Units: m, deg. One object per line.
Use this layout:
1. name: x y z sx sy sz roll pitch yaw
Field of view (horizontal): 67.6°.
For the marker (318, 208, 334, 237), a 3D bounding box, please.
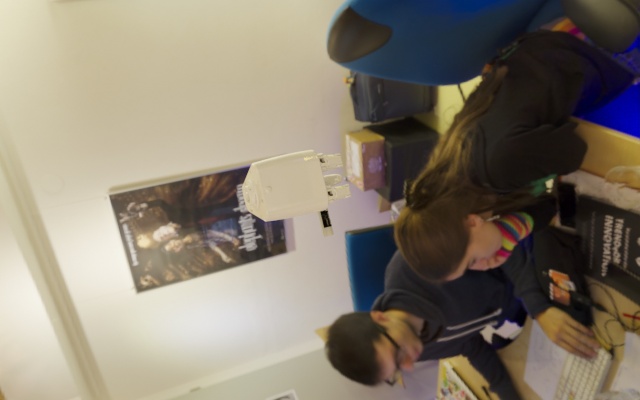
1. marker: 0.000 0.003 0.828 0.020 0.121 0.020 -14 -1 0
